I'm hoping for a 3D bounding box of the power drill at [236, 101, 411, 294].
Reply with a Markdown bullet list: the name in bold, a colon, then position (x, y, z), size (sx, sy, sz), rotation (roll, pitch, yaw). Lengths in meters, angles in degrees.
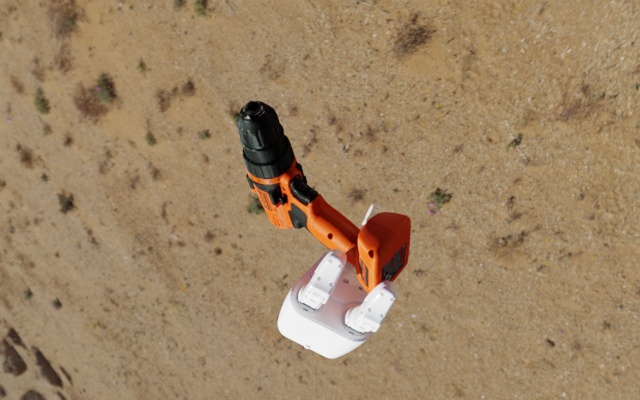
- **power drill**: position (0.000, 0.002, 0.473), size (0.187, 0.057, 0.185), rotation (36, -21, 28)
